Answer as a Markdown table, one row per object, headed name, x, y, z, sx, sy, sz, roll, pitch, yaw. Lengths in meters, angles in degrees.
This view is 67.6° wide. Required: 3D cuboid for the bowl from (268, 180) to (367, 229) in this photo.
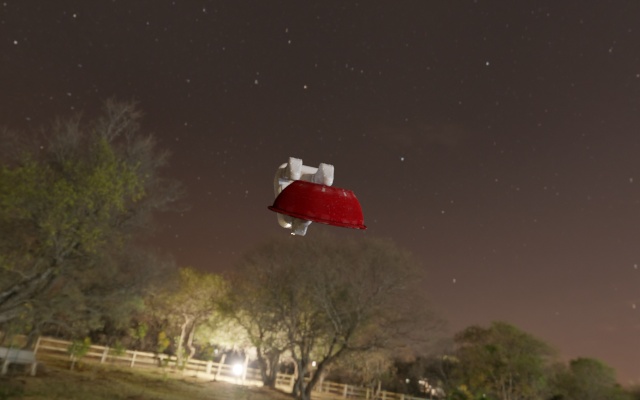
| name | x | y | z | sx | sy | sz | roll | pitch | yaw |
| --- | --- | --- | --- | --- | --- | --- | --- | --- | --- |
| bowl | 0.001 | 0.002 | 0.757 | 0.162 | 0.055 | 0.162 | 12 | 3 | -1 |
